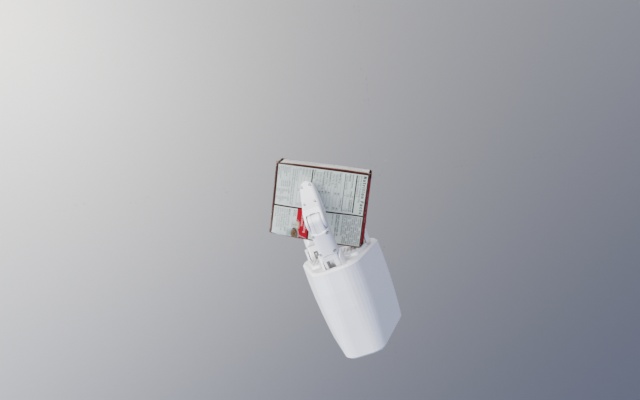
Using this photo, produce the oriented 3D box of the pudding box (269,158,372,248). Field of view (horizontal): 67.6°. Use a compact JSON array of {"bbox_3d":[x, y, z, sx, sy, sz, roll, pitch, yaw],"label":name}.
[{"bbox_3d":[0.000,0.002,0.564,0.113,0.090,0.039,8,10,5],"label":"pudding box"}]
